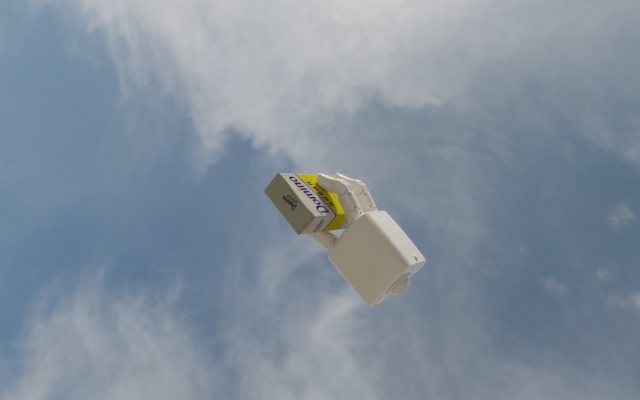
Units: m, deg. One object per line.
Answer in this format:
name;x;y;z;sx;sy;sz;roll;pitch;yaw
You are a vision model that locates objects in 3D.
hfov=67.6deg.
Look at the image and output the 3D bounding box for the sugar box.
sugar box;0.001;0.002;0.761;0.048;0.093;0.176;-48;-22;21
